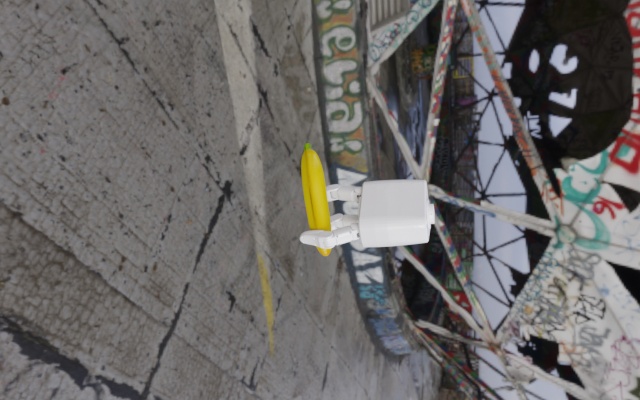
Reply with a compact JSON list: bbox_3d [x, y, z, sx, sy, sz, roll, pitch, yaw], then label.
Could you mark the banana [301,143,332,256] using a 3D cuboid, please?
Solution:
[{"bbox_3d":[-0.004,0.001,0.797,0.037,0.198,0.069,-7,5,12],"label":"banana"}]
